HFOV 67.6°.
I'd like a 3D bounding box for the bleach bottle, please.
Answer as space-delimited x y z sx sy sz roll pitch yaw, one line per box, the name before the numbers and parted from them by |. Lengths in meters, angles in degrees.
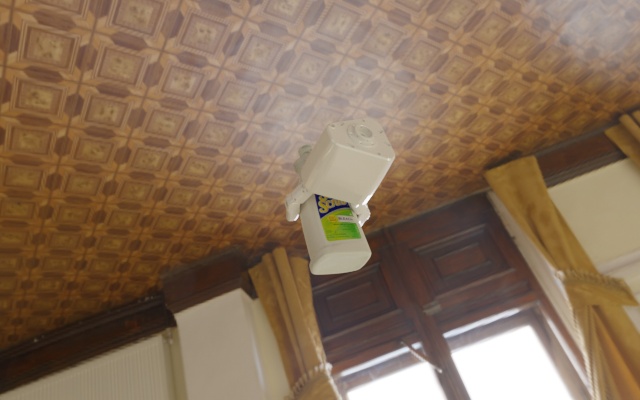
bleach bottle | 0.000 0.003 0.825 0.102 0.250 0.068 0 -38 -27
